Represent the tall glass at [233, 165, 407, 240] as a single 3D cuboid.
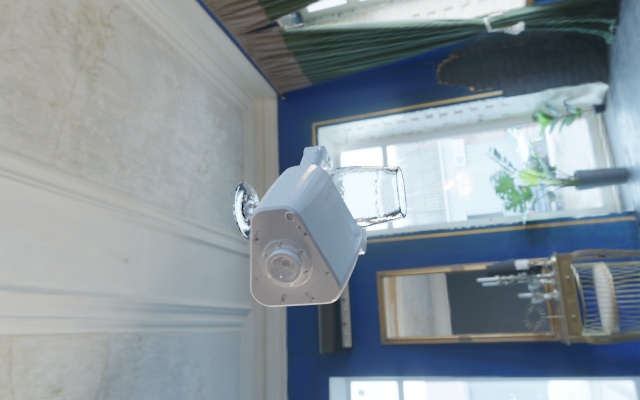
[{"bbox_3d":[-0.001,0.002,0.581,0.201,0.079,0.079,-7,-2,17],"label":"tall glass"}]
